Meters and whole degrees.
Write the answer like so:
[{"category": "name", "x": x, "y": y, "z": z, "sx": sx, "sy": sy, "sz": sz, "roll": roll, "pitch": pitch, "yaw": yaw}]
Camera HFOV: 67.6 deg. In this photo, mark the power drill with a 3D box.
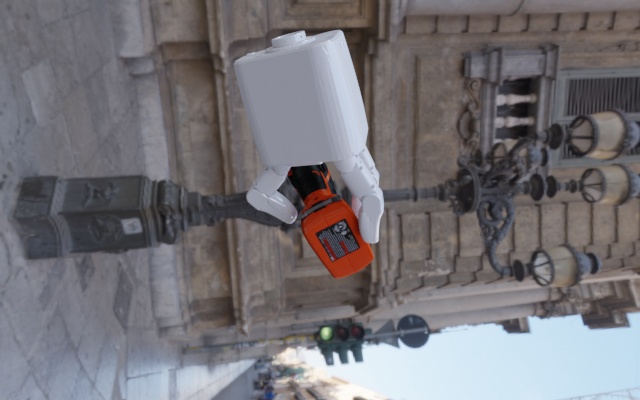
[{"category": "power drill", "x": 0.000, "y": 0.002, "z": 0.579, "sx": 0.057, "sy": 0.184, "sz": 0.187, "roll": -30, "pitch": 42, "yaw": 2}]
